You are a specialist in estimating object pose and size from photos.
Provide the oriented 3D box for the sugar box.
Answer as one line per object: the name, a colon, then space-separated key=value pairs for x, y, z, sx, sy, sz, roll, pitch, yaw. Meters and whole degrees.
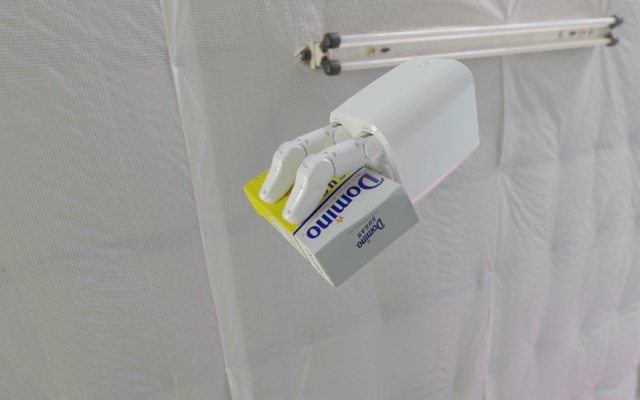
sugar box: x=0.000 y=0.001 z=0.446 sx=0.093 sy=0.048 sz=0.176 roll=-37 pitch=29 yaw=-12
